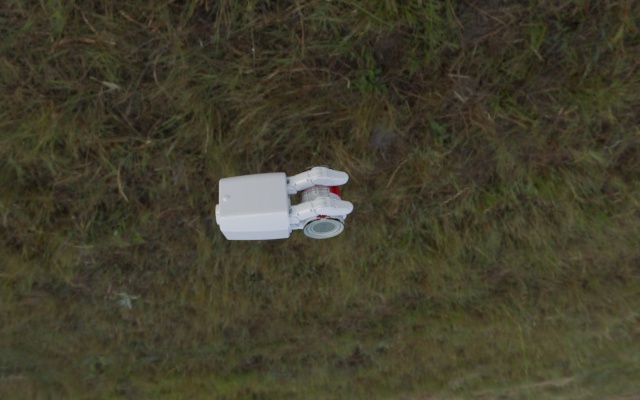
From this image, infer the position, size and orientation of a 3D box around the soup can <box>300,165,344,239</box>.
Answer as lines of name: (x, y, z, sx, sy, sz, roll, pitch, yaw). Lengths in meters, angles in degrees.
soup can: (0.001, 0.003, 0.783, 0.068, 0.102, 0.068, -5, -31, -3)
